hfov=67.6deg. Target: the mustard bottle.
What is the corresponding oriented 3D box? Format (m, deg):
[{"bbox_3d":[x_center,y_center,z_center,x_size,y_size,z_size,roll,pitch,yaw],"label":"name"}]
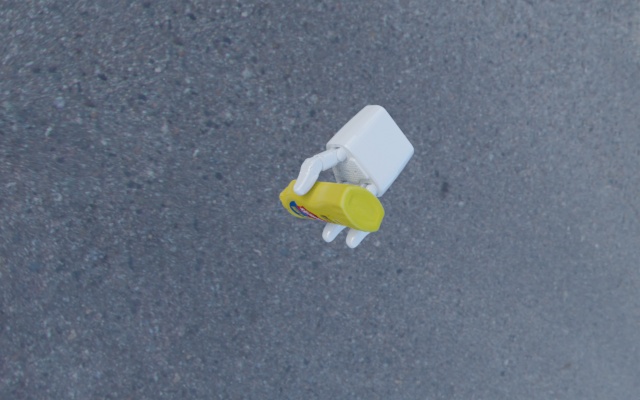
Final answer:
[{"bbox_3d":[0.000,0.003,0.744,0.191,0.058,0.096,10,-16,48],"label":"mustard bottle"}]
